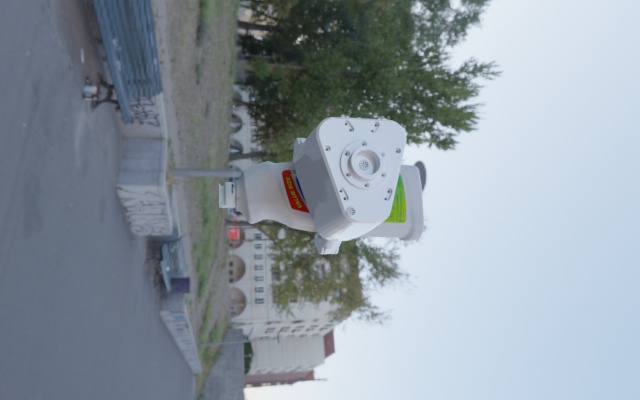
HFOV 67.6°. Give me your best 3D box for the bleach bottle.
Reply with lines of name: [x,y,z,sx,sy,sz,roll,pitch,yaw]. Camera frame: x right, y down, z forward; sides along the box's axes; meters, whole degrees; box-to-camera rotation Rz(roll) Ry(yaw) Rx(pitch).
bleach bottle: [0.000,0.002,0.600,0.251,0.102,0.068,0,-10,-13]
